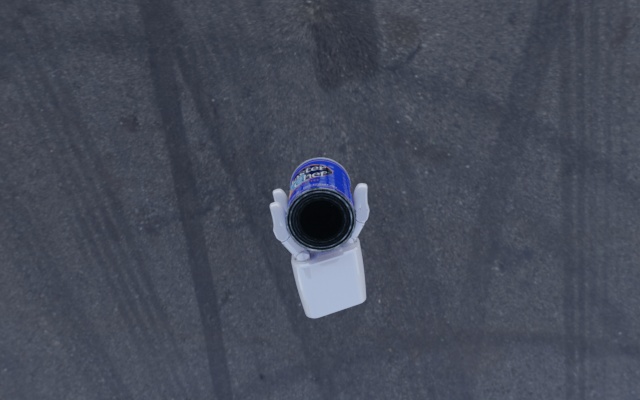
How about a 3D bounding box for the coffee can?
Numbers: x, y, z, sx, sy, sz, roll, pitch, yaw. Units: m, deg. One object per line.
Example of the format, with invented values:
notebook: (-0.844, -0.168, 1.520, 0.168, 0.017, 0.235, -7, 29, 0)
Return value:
coffee can: (0.000, 0.002, 0.747, 0.103, 0.103, 0.140, 0, 23, 0)
